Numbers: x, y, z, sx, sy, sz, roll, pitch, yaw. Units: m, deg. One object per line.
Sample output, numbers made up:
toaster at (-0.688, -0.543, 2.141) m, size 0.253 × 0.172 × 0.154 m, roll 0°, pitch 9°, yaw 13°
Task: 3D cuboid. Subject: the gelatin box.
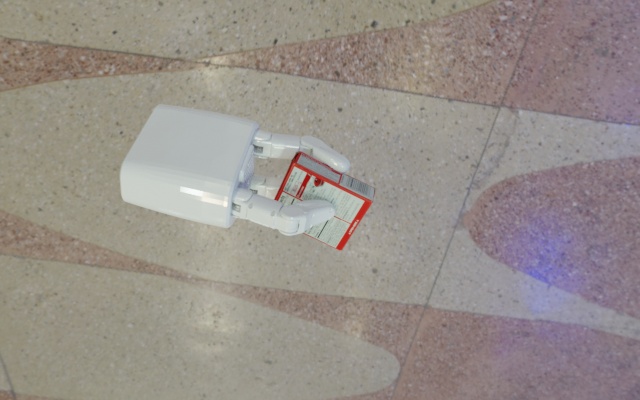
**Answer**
gelatin box at (0.000, 0.002, 0.487) m, size 0.089 × 0.073 × 0.030 m, roll 26°, pitch 34°, yaw -4°
